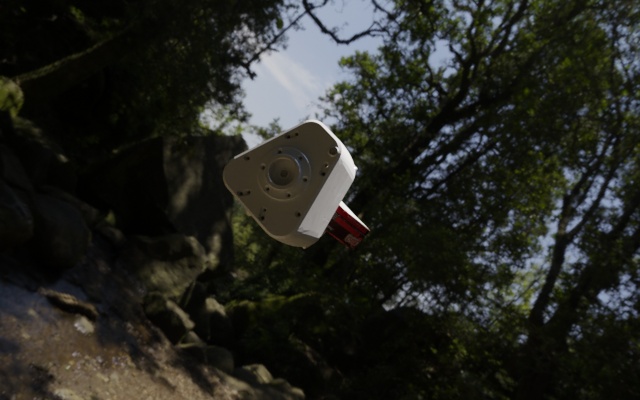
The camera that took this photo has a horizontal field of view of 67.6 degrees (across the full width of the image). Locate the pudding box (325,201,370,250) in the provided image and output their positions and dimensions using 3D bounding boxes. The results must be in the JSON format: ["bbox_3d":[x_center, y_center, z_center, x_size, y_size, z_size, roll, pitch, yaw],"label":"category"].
[{"bbox_3d":[0.000,0.002,0.589,0.113,0.039,0.090,49,6,39],"label":"pudding box"}]
